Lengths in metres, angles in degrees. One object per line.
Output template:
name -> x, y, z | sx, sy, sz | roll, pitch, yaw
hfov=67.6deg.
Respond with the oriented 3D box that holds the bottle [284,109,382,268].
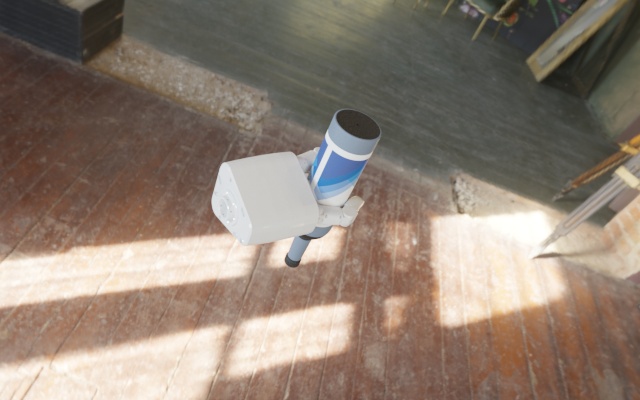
bottle -> 0.000, 0.002, 0.712 | 0.069, 0.069, 0.296 | 0, -43, -27
